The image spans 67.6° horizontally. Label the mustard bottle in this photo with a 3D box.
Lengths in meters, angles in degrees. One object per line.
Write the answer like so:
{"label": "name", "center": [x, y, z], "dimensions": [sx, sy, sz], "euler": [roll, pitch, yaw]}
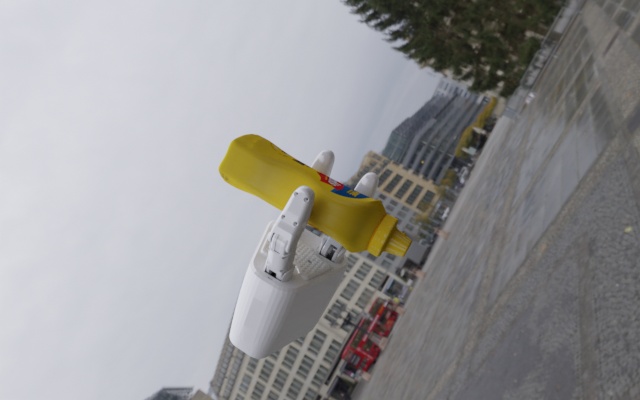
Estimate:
{"label": "mustard bottle", "center": [0.000, 0.001, 0.469], "dimensions": [0.191, 0.058, 0.096], "euler": [29, 5, 13]}
